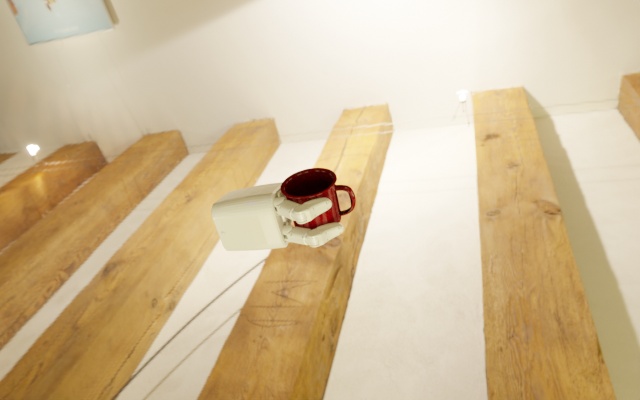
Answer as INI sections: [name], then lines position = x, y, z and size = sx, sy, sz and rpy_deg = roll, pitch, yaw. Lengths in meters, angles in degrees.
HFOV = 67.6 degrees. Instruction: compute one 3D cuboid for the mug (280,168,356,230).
[mug]
position = 0.002, 0.003, 0.783
size = 0.117, 0.081, 0.093
rpy_deg = -6, 32, 12
